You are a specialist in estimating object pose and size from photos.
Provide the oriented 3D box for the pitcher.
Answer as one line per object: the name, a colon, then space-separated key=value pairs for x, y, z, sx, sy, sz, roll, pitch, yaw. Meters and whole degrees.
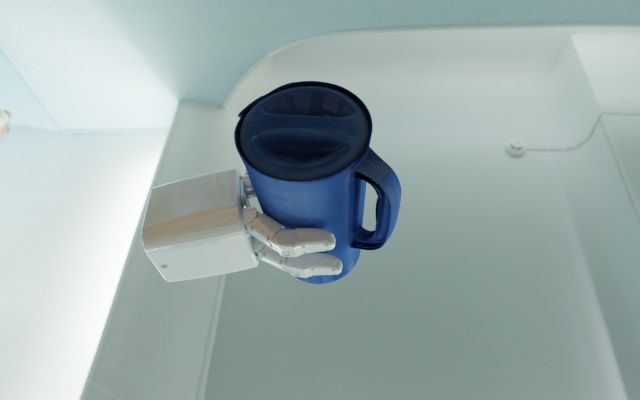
pitcher: x=0.000 y=0.002 z=0.543 sx=0.145 sy=0.149 sz=0.243 roll=-11 pitch=-36 yaw=-3
